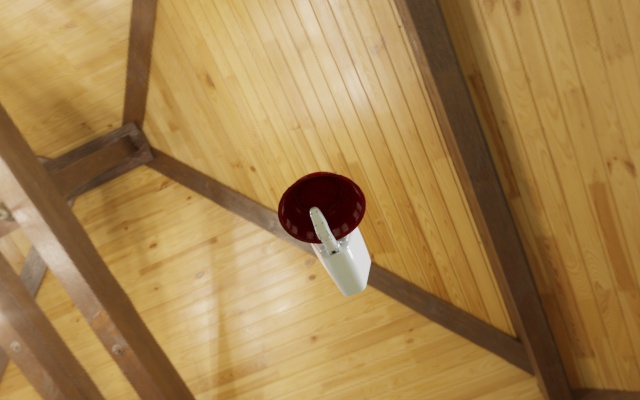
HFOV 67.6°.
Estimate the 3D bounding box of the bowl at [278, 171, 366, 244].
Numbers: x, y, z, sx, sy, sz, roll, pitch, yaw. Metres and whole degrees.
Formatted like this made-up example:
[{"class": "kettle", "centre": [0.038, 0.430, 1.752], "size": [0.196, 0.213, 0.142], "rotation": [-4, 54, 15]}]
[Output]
[{"class": "bowl", "centre": [0.000, 0.002, 0.884], "size": [0.162, 0.162, 0.055], "rotation": [0, 37, -9]}]
